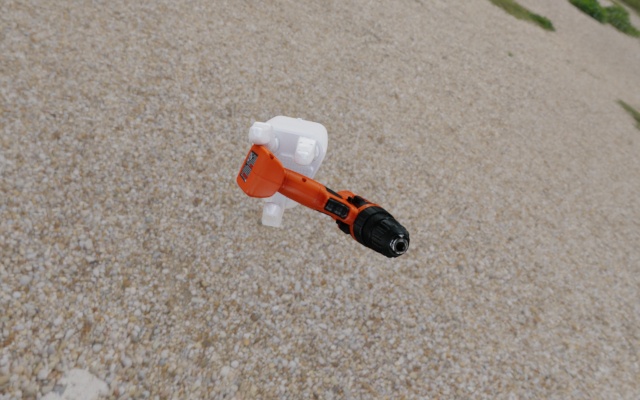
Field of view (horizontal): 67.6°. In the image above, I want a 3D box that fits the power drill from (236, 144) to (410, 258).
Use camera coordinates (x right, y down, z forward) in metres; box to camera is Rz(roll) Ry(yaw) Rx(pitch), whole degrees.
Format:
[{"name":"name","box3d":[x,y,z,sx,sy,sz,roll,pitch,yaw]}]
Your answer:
[{"name":"power drill","box3d":[0.000,0.002,0.569,0.188,0.057,0.184,26,2,-23]}]
